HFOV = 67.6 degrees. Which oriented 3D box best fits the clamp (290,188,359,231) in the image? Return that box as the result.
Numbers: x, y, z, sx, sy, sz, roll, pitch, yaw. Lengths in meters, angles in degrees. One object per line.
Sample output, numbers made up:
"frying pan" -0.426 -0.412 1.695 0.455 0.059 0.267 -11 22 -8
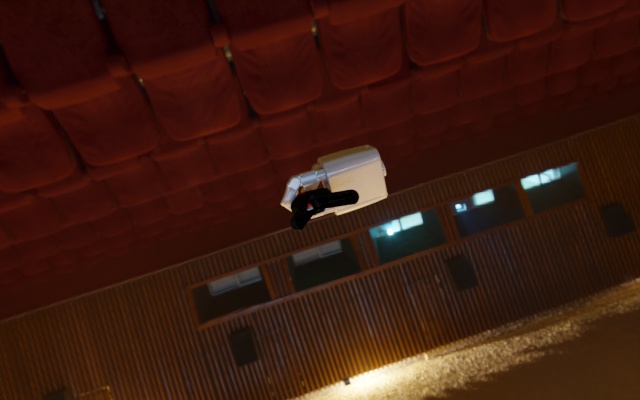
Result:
"clamp" 0.000 0.003 0.831 0.120 0.039 0.171 -18 15 -3
